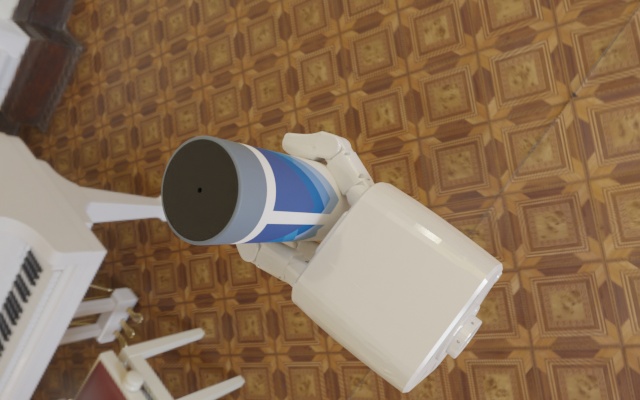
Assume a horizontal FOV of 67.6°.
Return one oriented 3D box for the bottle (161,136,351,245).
[{"bbox_3d":[0.000,0.001,0.414,0.069,0.069,0.296,0,-3,30],"label":"bottle"}]
